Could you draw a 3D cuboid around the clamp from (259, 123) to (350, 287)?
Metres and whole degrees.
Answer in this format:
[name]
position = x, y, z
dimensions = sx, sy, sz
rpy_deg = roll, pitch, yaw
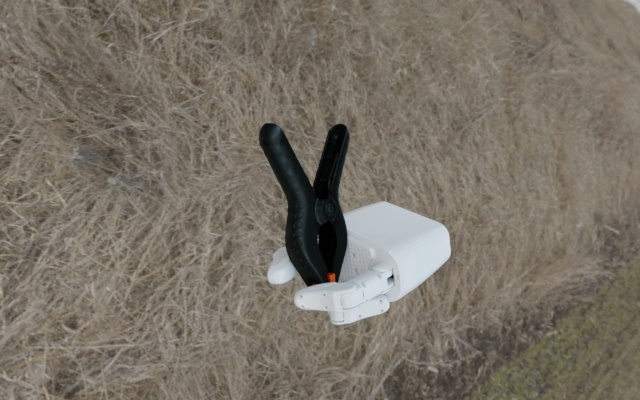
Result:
[clamp]
position = 0.000, 0.002, 0.470
dimensions = 0.039, 0.171, 0.120
rpy_deg = 3, 18, 44
